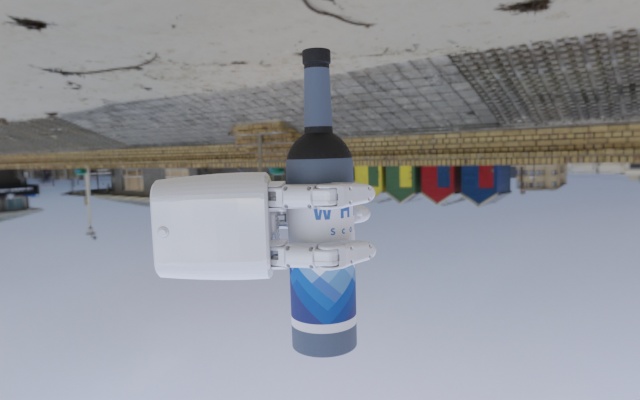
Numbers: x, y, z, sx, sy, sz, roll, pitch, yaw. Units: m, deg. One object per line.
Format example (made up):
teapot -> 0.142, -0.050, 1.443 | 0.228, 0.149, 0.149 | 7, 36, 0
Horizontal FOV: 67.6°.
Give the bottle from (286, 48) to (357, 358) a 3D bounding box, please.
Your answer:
bottle -> 0.000, 0.002, 0.475 | 0.069, 0.296, 0.069 | -2, 6, 0
